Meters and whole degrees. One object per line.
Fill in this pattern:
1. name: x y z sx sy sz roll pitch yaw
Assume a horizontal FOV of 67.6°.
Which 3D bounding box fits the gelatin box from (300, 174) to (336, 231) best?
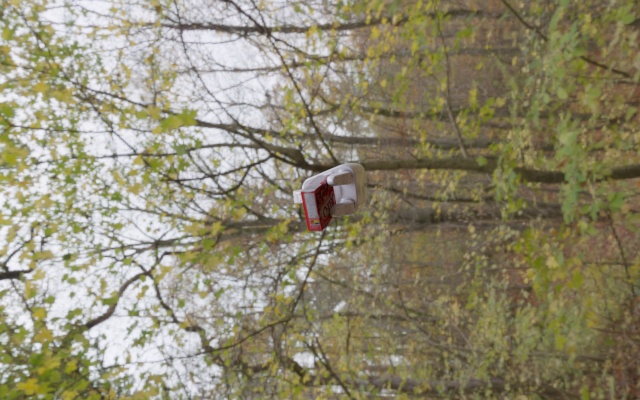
1. gelatin box: 0.000 0.003 0.830 0.030 0.073 0.089 -2 20 23
